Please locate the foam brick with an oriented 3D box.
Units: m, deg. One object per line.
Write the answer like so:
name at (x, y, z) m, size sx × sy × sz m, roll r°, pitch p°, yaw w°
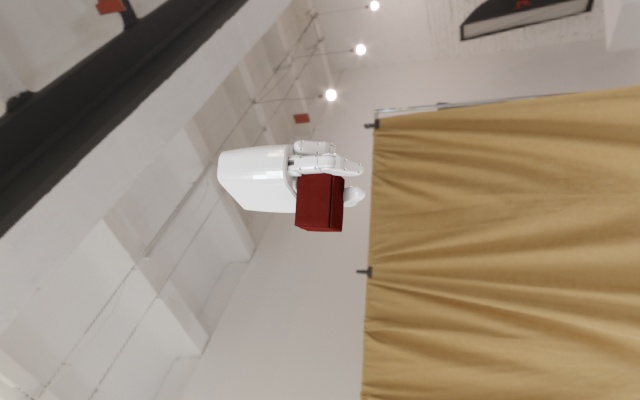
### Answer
foam brick at (0.000, 0.002, 0.646) m, size 0.051 × 0.078 × 0.053 m, roll -1°, pitch -12°, yaw 20°
